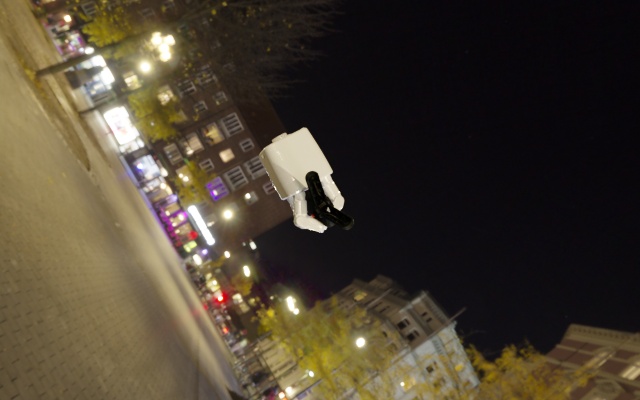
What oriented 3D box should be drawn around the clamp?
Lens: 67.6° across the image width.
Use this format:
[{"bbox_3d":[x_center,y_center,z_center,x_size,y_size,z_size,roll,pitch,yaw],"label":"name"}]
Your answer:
[{"bbox_3d":[0.001,0.003,0.885,0.039,0.120,0.171,-31,4,-16],"label":"clamp"}]
